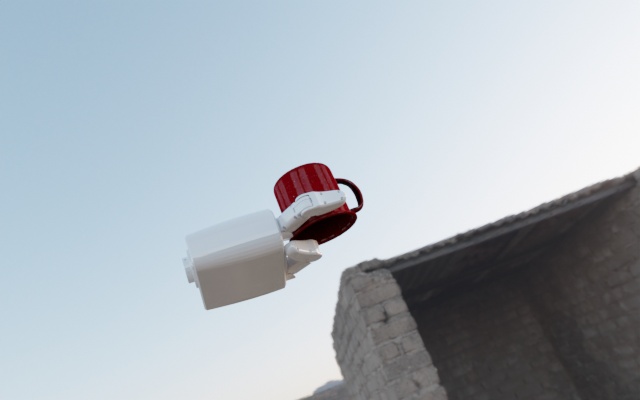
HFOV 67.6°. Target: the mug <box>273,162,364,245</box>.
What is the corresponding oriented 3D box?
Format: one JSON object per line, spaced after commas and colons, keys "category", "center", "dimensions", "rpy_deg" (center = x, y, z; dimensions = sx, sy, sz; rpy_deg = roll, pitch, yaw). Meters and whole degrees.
{"category": "mug", "center": [0.001, 0.001, 0.619], "dimensions": [0.117, 0.081, 0.093], "rpy_deg": [-16, -24, -19]}
